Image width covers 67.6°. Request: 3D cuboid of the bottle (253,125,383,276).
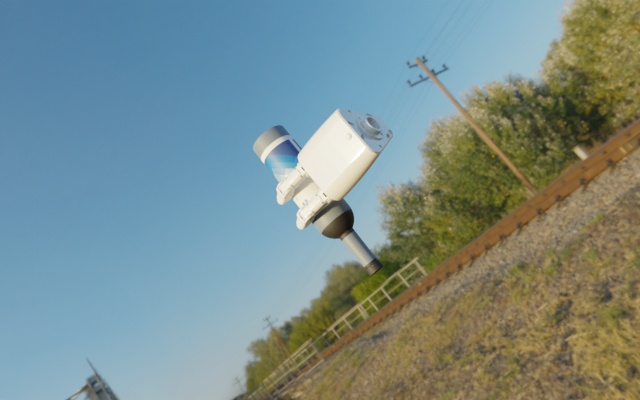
[{"bbox_3d":[0.000,0.002,0.799,0.069,0.295,0.069,-37,-13,-10],"label":"bottle"}]
